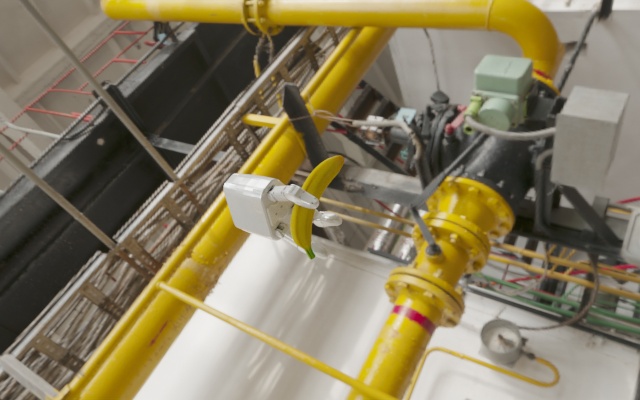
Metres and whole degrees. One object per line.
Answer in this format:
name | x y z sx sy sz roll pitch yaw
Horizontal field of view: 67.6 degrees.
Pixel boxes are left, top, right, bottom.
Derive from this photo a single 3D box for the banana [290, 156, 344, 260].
banana | -0.011 -0.001 0.840 0.037 0.197 0.070 9 -16 39
